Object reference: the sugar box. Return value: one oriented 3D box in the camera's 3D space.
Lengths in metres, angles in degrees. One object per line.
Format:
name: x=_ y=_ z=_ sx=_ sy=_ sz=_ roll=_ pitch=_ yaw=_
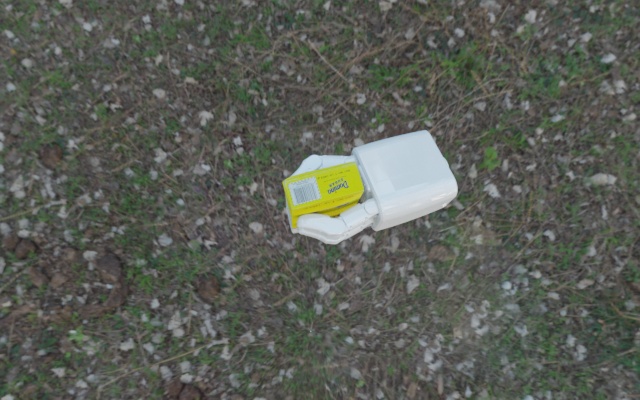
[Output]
sugar box: x=0.000 y=0.003 z=0.648 sx=0.093 sy=0.048 sz=0.176 roll=-14 pitch=-15 yaw=-5
